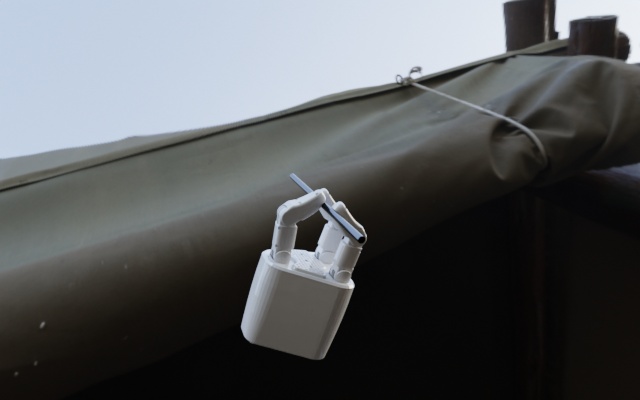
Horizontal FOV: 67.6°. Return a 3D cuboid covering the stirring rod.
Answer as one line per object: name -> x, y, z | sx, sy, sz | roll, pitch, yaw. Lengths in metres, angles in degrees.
stirring rod -> 0.000, 0.002, 0.575 | 0.011, 0.011, 0.239 | 0, 18, -21
